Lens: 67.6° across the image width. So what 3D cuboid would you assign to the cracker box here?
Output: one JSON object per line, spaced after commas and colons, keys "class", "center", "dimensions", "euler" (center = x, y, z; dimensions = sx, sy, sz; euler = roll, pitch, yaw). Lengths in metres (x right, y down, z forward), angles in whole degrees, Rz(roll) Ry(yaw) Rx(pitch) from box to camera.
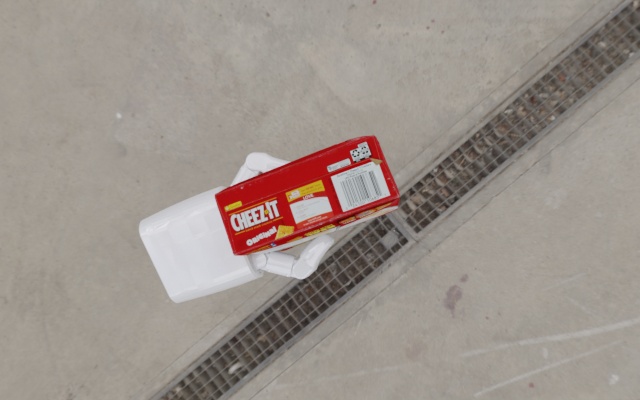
{"class": "cracker box", "center": [0.000, 0.002, 0.536], "dimensions": [0.164, 0.072, 0.214], "euler": [-20, -6, 7]}
